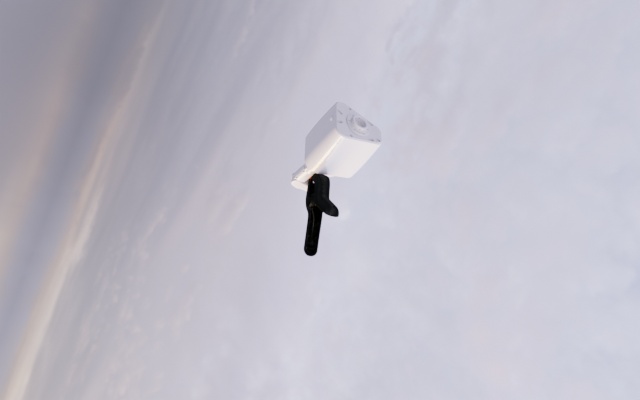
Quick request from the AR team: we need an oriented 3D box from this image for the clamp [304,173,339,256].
[{"bbox_3d":[0.001,0.003,0.867,0.039,0.171,0.120,16,-41,-23],"label":"clamp"}]
